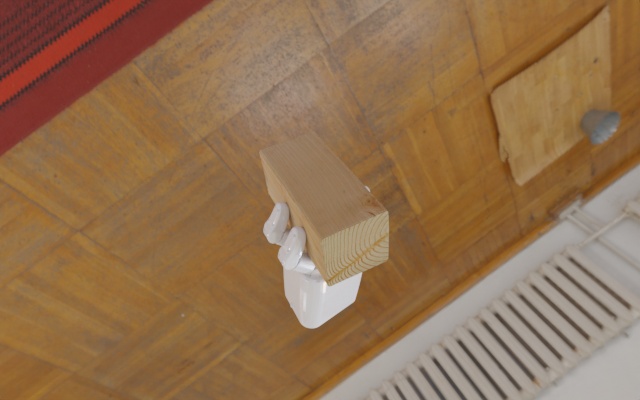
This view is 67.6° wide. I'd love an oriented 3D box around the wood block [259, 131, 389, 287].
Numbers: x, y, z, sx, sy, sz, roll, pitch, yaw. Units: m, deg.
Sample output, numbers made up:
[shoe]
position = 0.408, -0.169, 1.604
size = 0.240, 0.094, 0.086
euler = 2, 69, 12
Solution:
[wood block]
position = 0.000, 0.002, 0.648
size = 0.091, 0.090, 0.206
euler = -22, 43, -16
